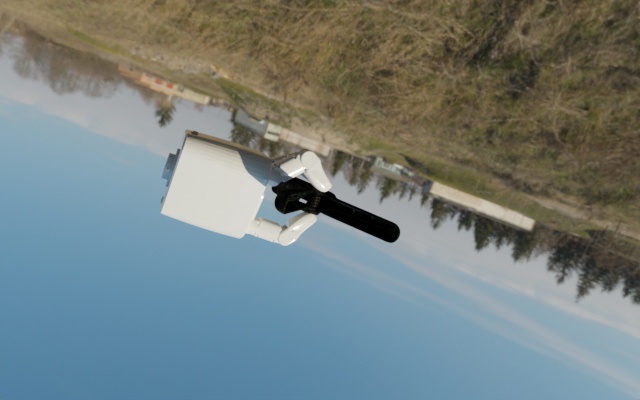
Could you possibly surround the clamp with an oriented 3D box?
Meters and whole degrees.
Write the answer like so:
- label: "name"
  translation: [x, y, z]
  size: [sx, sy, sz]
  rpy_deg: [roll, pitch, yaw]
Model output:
- label: "clamp"
  translation: [-0.001, 0.003, 0.628]
  size: [0.164, 0.036, 0.210]
  rpy_deg: [19, 7, -20]
